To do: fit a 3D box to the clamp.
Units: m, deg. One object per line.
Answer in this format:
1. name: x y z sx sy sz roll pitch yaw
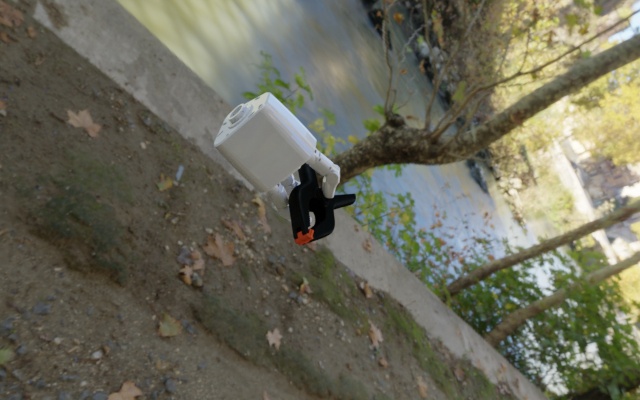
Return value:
1. clamp: 0.001 0.002 0.789 0.036 0.209 0.165 -30 -58 30
